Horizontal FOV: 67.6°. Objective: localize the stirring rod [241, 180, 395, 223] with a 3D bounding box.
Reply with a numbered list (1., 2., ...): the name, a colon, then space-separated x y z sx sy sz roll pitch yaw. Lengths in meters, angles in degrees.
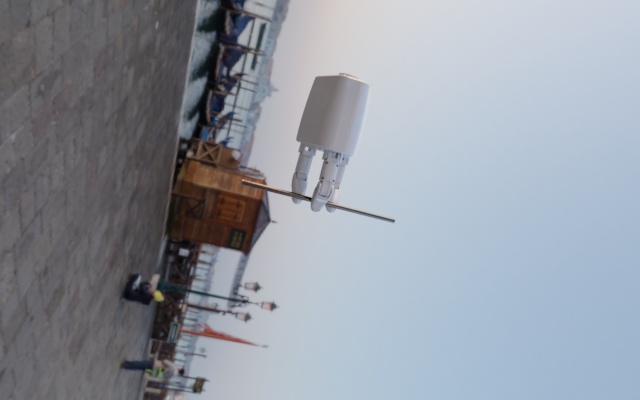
1. stirring rod: 0.000 0.002 0.719 0.239 0.011 0.011 14 -3 -11
